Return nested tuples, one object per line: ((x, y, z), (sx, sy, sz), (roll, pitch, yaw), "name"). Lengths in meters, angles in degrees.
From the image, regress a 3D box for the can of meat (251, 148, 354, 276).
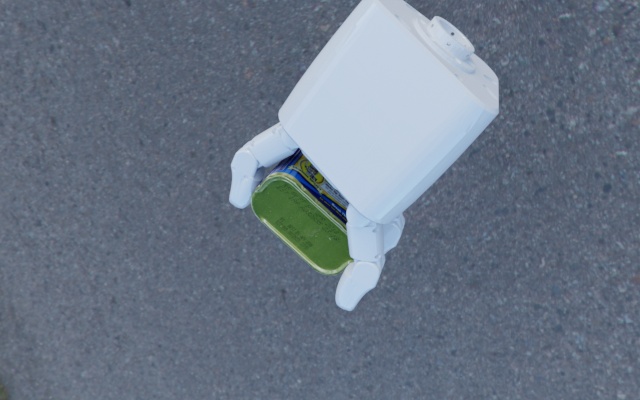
((0.000, 0.001, 0.404), (0.057, 0.102, 0.084), (-43, 8, 34), "can of meat")
